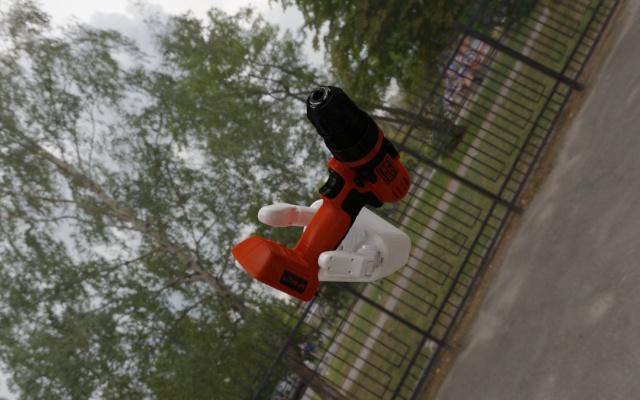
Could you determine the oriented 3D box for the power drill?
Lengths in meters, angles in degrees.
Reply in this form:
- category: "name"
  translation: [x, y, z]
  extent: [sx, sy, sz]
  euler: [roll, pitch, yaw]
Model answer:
- category: "power drill"
  translation: [0.000, 0.002, 0.473]
  extent: [0.057, 0.187, 0.184]
  euler: [39, -1, 41]
